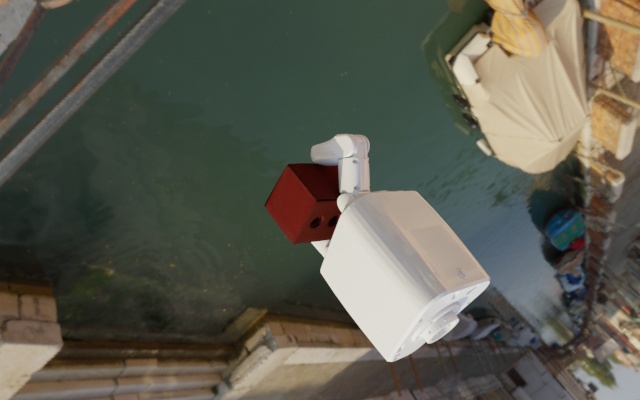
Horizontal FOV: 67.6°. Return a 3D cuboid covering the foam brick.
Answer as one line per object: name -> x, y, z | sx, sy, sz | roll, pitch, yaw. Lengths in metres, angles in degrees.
foam brick -> 0.000, 0.001, 0.441 | 0.078, 0.053, 0.051 | -4, 46, -43
